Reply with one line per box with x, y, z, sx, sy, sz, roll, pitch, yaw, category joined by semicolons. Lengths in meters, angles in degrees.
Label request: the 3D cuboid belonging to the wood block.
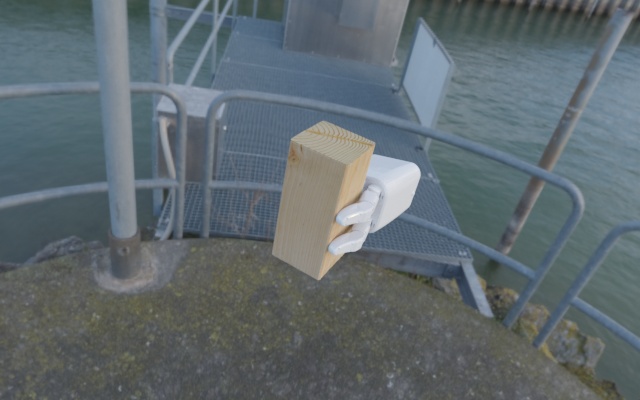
0.000;0.002;0.705;0.091;0.206;0.090;27;37;19;wood block
